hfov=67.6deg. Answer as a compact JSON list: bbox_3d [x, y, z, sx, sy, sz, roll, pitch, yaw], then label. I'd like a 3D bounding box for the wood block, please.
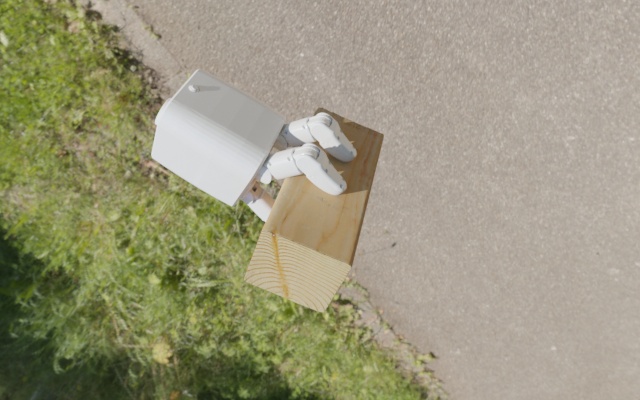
[{"bbox_3d":[0.000,0.002,0.525,0.090,0.206,0.091,23,-45,-3],"label":"wood block"}]
